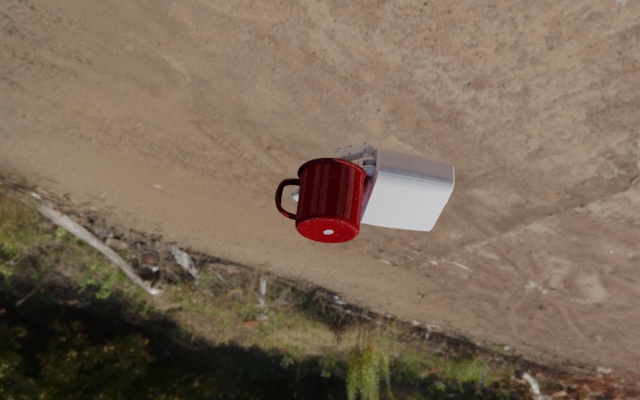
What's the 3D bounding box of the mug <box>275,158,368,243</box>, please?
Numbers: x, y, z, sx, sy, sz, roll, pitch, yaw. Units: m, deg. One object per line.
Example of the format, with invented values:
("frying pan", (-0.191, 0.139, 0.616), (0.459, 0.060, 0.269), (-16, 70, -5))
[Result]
("mug", (-0.001, 0.002, 0.610), (0.117, 0.081, 0.093), (8, -27, -4))
